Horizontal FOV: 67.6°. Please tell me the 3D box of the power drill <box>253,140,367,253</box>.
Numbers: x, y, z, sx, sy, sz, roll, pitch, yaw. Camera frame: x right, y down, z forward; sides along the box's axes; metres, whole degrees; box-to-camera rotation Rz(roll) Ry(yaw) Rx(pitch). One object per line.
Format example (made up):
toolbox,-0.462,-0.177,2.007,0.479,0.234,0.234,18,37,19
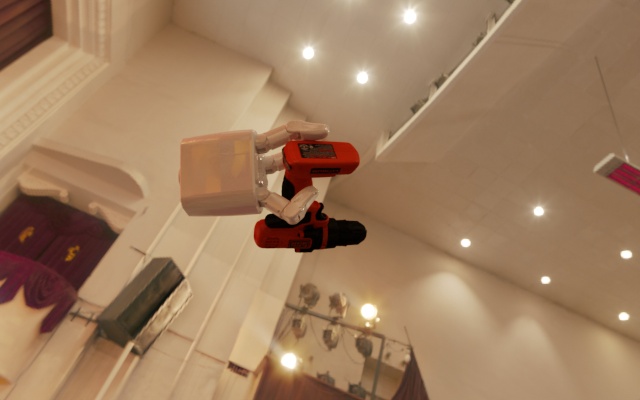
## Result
power drill,0.000,0.002,0.714,0.184,0.188,0.057,-1,40,-18
